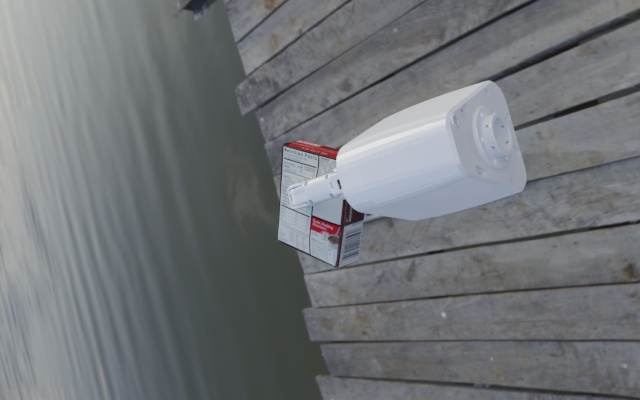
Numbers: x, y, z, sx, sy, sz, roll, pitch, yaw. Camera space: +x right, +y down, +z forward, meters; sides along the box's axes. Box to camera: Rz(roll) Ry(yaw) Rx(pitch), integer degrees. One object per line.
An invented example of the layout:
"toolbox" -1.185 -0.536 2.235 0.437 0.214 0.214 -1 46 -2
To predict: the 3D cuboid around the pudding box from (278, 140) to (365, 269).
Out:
"pudding box" 0.000 0.002 0.488 0.090 0.113 0.039 20 22 39
